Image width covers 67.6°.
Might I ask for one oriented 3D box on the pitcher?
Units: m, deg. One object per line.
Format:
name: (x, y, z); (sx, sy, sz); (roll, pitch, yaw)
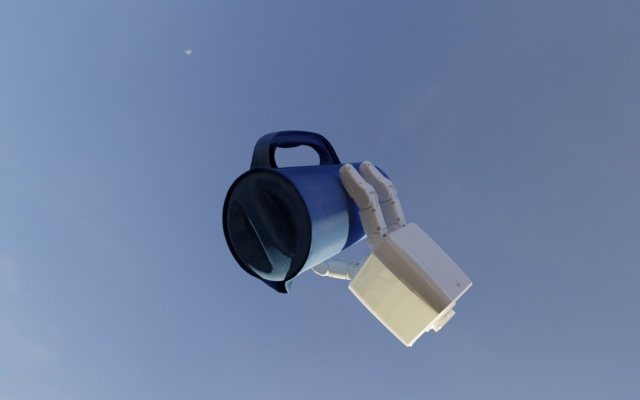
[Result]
pitcher: (0.000, 0.002, 0.626); (0.145, 0.149, 0.243); (44, 30, 20)
